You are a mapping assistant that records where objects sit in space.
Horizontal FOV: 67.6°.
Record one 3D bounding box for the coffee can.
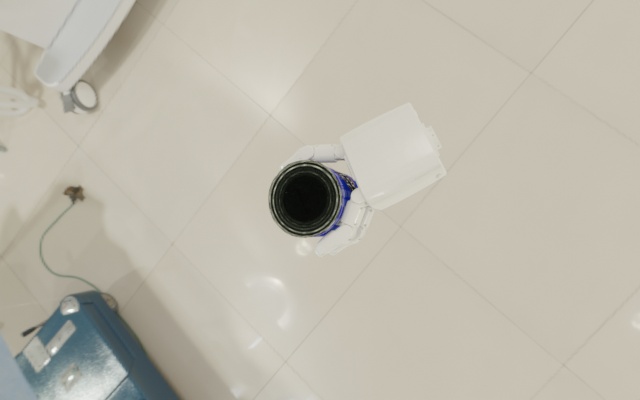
[{"bbox_3d":[0.000,0.002,0.685,0.103,0.103,0.140,0,-4,18],"label":"coffee can"}]
